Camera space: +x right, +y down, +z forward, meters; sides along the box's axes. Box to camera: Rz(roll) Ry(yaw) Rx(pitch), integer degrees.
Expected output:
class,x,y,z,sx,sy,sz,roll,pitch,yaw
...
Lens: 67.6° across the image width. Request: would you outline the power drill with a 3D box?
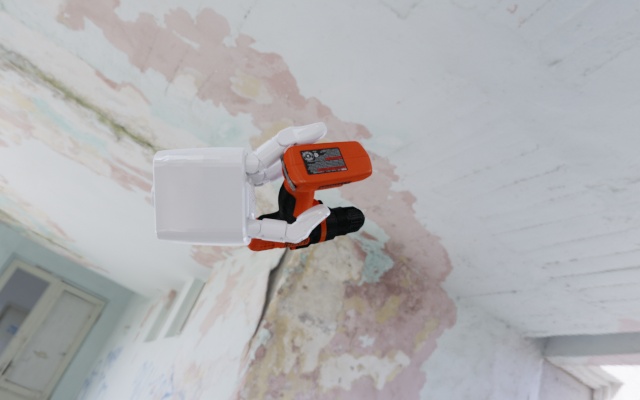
class,x,y,z,sx,sy,sz,roll,pitch,yaw
power drill,0.000,0.002,0.628,0.184,0.057,0.188,-10,-30,-25
